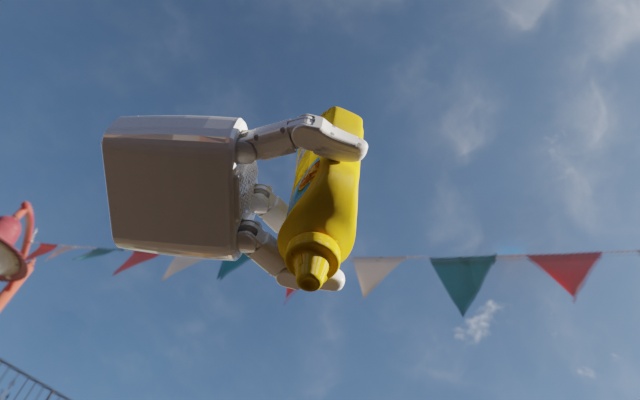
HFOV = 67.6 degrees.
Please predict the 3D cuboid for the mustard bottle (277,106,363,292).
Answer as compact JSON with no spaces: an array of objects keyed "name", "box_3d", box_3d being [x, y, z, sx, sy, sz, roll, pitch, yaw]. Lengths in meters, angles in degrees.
[{"name":"mustard bottle","box_3d":[0.000,0.001,0.407,0.058,0.096,0.191,23,35,-10]}]
